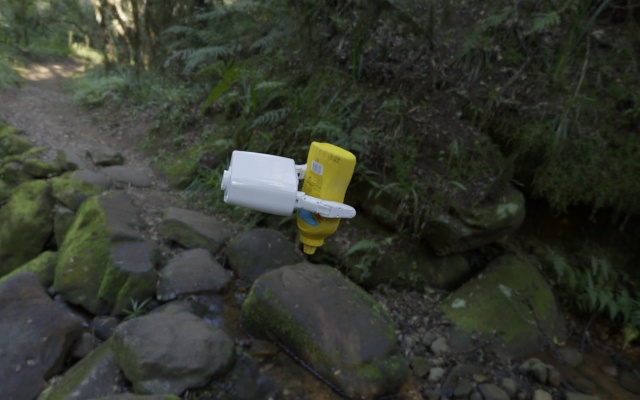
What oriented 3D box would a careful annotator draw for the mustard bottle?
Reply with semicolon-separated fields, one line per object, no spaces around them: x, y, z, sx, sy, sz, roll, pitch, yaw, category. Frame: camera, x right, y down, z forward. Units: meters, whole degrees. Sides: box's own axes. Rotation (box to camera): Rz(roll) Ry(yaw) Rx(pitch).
0.000;0.002;0.820;0.058;0.192;0.096;1;20;-38;mustard bottle
